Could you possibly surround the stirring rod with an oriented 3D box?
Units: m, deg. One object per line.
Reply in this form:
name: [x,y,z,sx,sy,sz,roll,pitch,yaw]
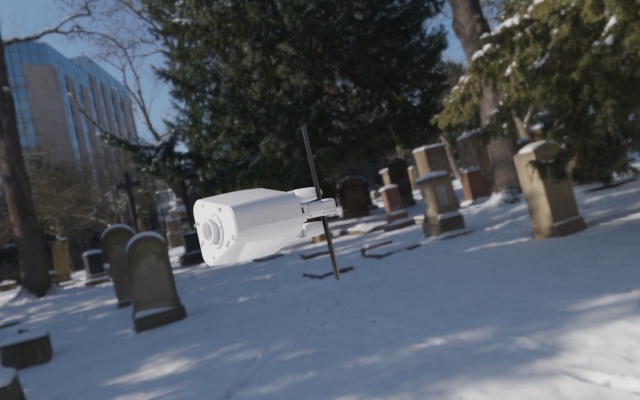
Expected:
stirring rod: [0.000,0.002,0.731,0.011,0.239,0.011,-13,-3,-1]
